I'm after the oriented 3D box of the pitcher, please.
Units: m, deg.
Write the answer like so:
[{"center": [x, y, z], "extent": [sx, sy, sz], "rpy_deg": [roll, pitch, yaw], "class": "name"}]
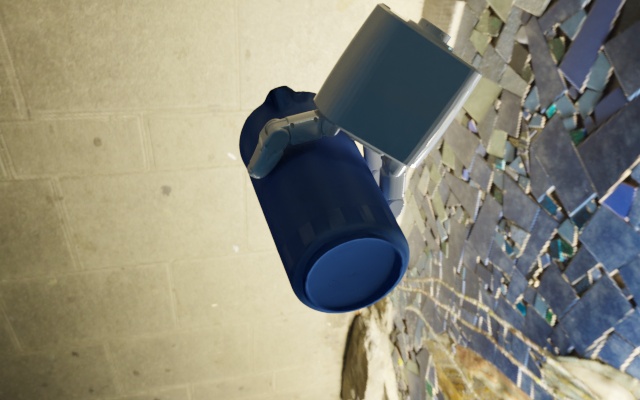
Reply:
[{"center": [0.000, 0.001, 0.502], "extent": [0.149, 0.145, 0.242], "rpy_deg": [21, 27, -30], "class": "pitcher"}]
